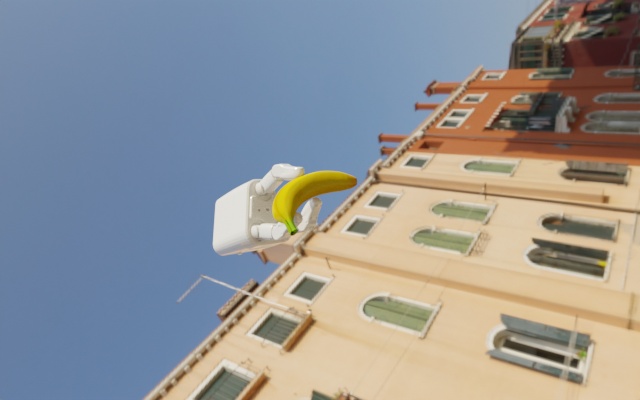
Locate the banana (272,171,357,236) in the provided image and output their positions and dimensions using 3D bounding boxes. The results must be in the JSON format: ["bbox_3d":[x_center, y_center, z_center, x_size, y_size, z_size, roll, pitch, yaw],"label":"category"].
[{"bbox_3d":[-0.015,-0.009,0.717,0.197,0.069,0.037,-38,-11,-49],"label":"banana"}]
